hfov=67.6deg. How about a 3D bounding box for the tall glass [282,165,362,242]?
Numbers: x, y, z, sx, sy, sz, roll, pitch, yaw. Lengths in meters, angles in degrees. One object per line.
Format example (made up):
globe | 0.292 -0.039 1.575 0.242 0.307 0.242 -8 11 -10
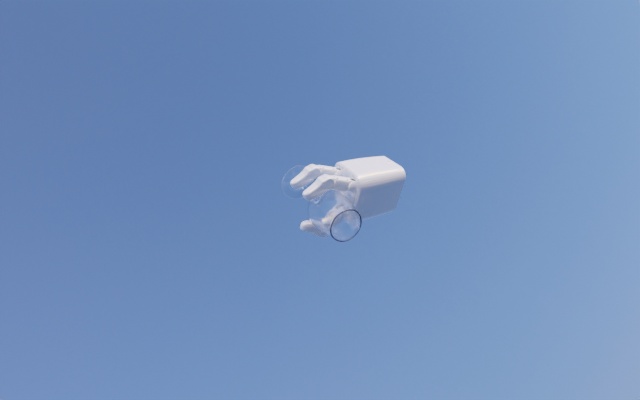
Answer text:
tall glass | 0.000 0.003 0.890 0.079 0.079 0.201 0 24 -29
